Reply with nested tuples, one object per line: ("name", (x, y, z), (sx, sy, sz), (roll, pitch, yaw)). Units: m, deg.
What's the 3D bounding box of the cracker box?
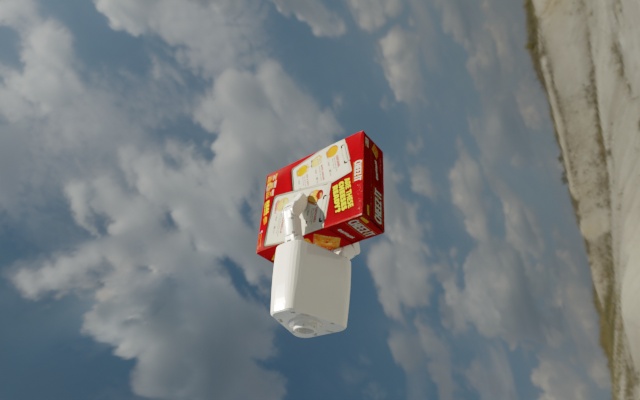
("cracker box", (0.000, 0.003, 0.789), (0.214, 0.164, 0.072), (-22, -42, 32))
